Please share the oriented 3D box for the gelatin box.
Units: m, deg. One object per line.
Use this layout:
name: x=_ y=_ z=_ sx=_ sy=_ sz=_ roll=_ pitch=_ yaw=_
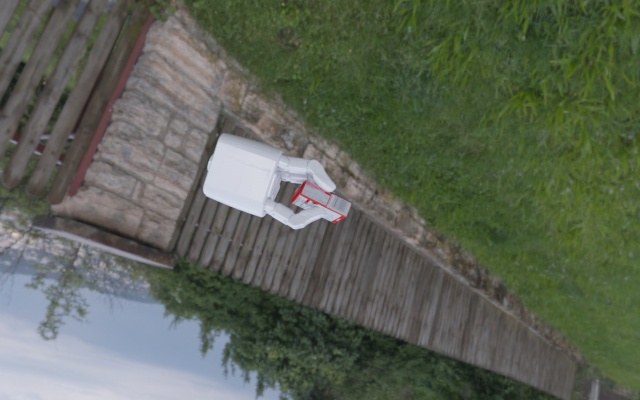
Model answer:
gelatin box: x=0.000 y=0.003 z=0.805 sx=0.089 sy=0.030 sz=0.073 roll=26 pitch=-16 yaw=-8
